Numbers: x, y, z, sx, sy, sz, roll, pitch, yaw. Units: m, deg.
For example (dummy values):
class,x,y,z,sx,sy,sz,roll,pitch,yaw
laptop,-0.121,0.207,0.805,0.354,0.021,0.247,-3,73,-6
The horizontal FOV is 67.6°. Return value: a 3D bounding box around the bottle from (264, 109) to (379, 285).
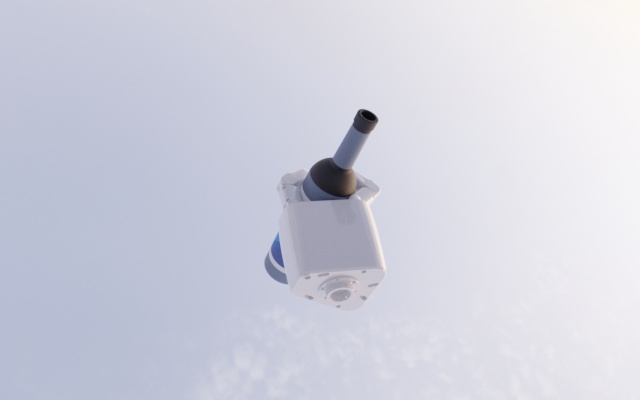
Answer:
class,x,y,z,sx,sy,sz,roll,pitch,yaw
bottle,0.000,0.002,0.647,0.069,0.069,0.296,0,-43,-31
